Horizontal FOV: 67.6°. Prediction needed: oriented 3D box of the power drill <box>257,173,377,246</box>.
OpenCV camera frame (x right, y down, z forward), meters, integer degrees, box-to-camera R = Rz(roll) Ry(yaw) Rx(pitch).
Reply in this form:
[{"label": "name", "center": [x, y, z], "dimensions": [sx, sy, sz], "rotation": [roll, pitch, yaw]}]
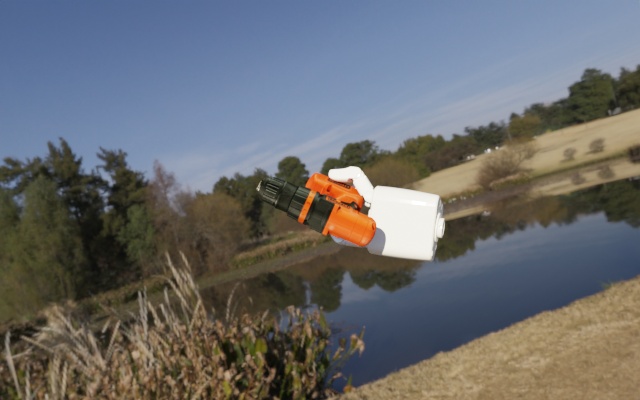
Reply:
[{"label": "power drill", "center": [0.000, 0.002, 0.766], "dimensions": [0.184, 0.057, 0.187], "rotation": [26, 14, 1]}]
